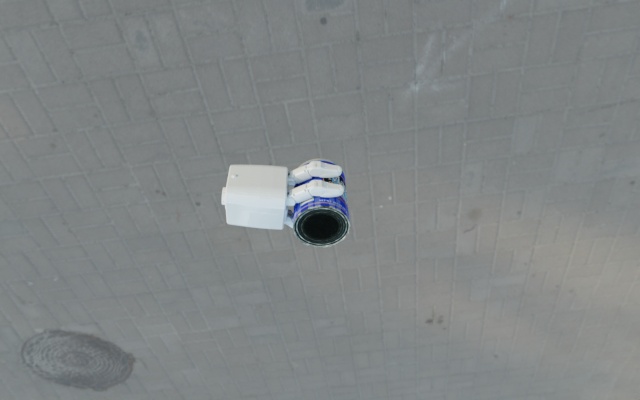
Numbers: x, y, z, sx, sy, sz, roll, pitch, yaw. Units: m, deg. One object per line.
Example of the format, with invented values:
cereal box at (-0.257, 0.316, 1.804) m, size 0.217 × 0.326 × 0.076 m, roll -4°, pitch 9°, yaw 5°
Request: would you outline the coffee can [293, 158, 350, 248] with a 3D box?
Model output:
coffee can at (0.000, 0.003, 0.896) m, size 0.103 × 0.103 × 0.140 m, roll 0°, pitch 41°, yaw -2°
